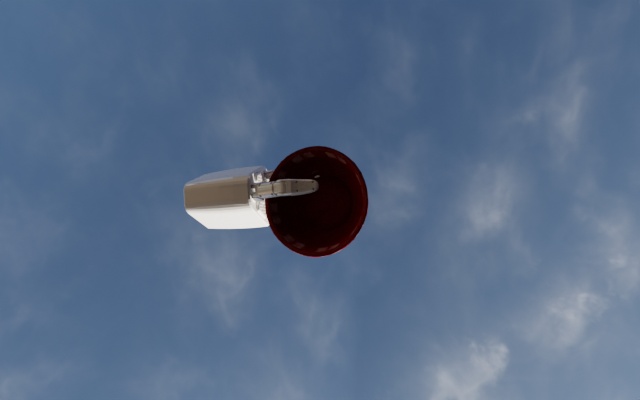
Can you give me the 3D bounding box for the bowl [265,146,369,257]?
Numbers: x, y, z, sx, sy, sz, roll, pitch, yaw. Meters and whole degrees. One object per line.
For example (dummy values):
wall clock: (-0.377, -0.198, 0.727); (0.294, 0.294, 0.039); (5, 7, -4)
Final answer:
bowl: (0.002, 0.003, 0.715); (0.162, 0.162, 0.055); (0, -3, 21)
